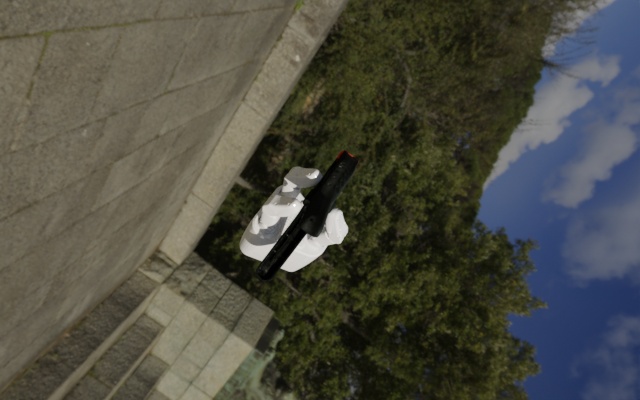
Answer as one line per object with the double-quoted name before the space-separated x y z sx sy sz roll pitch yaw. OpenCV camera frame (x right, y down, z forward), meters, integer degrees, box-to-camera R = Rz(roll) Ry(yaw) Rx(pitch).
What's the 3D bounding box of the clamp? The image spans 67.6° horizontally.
"clamp" 0.001 0.002 0.613 0.036 0.210 0.165 38 -31 -6
